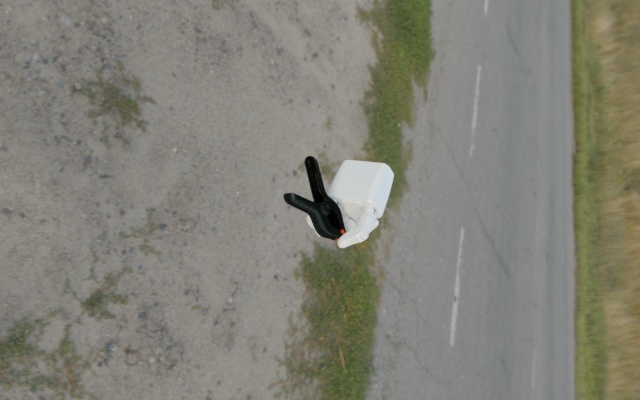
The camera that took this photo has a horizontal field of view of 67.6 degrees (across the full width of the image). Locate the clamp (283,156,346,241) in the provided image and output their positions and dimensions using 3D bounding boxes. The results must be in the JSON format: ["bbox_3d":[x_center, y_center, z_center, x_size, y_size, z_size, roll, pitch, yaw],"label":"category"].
[{"bbox_3d":[0.001,0.003,0.895,0.039,0.120,0.171,-4,-42,37],"label":"clamp"}]
